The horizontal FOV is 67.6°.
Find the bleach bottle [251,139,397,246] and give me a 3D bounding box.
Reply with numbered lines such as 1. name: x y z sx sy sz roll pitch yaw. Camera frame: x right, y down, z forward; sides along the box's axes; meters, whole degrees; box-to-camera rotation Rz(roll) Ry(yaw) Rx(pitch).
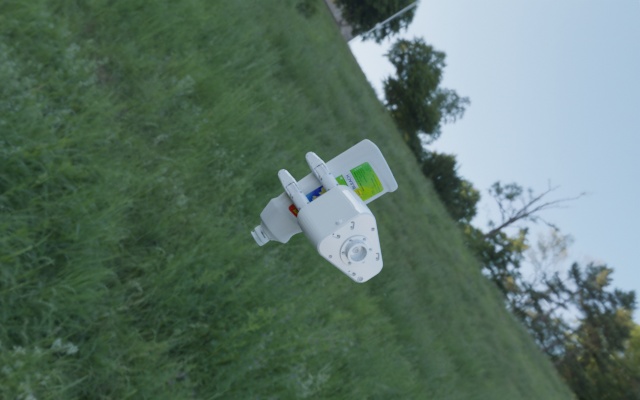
1. bleach bottle: 0.000 0.003 0.810 0.251 0.103 0.068 -33 27 -2
